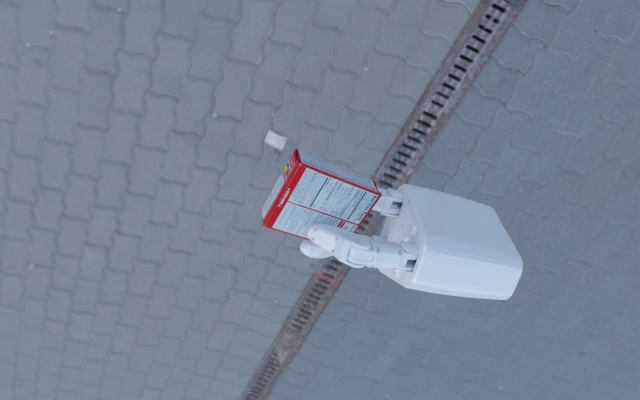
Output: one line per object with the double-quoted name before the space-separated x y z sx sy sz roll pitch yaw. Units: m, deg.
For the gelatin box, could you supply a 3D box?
"gelatin box" 0.000 0.002 0.443 0.089 0.073 0.030 19 29 -25
